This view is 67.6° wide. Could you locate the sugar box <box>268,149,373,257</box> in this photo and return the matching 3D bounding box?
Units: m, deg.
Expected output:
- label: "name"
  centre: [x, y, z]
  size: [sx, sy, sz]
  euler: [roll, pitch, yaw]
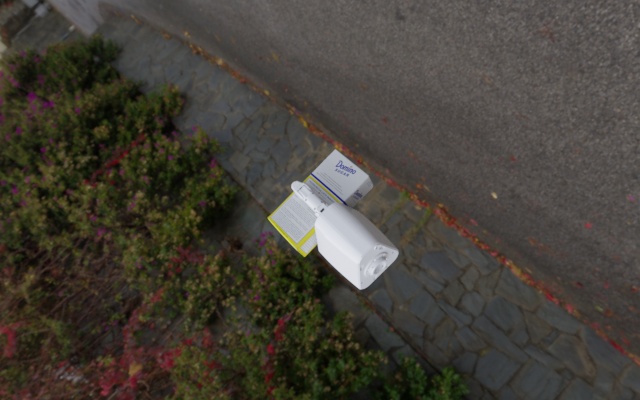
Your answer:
- label: "sugar box"
  centre: [0.000, 0.003, 0.840]
  size: [0.093, 0.176, 0.048]
  euler: [43, -6, 32]
